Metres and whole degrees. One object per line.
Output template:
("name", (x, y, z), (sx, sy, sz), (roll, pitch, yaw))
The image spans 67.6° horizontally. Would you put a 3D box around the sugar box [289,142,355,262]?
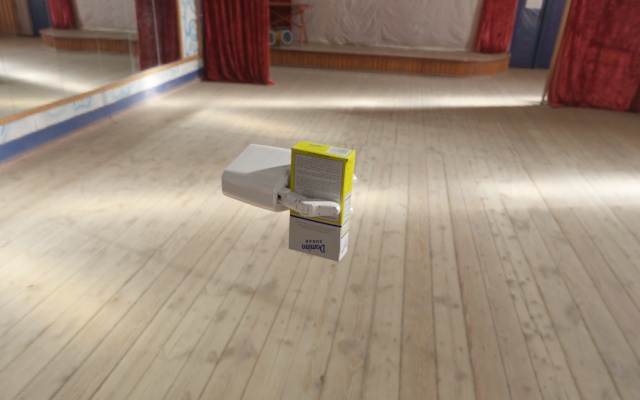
("sugar box", (0.000, 0.002, 0.754), (0.093, 0.176, 0.048), (13, 28, 19))
